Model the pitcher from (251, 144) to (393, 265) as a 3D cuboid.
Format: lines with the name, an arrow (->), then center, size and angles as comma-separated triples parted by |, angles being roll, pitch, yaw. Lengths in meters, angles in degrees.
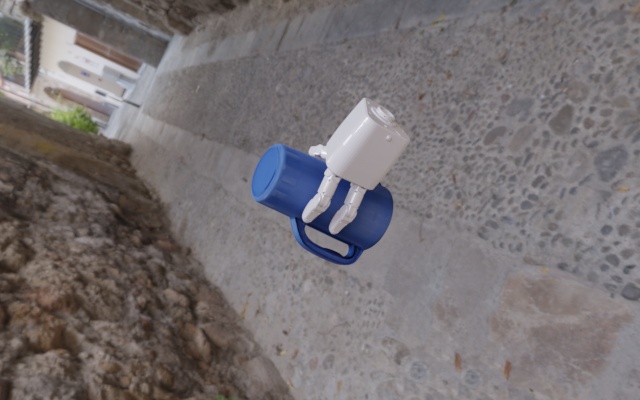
pitcher -> 0.000, 0.003, 0.860 | 0.243, 0.145, 0.149 | 24, 30, -28
